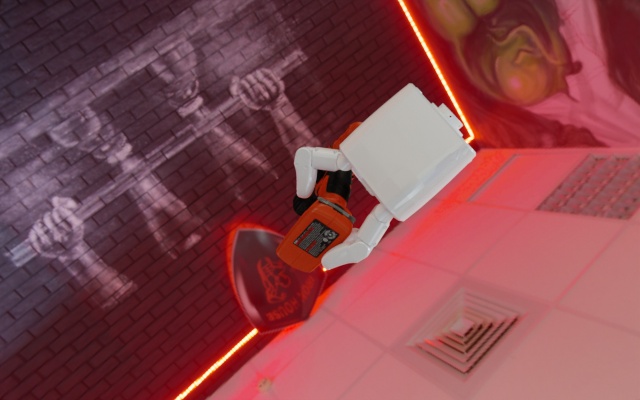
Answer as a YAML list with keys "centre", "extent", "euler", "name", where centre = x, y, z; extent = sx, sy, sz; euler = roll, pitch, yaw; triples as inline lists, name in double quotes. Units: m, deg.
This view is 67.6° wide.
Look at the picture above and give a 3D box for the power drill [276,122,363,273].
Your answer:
- centre: [0.000, 0.002, 0.628]
  extent: [0.057, 0.187, 0.184]
  euler: [30, -51, -11]
  name: "power drill"
